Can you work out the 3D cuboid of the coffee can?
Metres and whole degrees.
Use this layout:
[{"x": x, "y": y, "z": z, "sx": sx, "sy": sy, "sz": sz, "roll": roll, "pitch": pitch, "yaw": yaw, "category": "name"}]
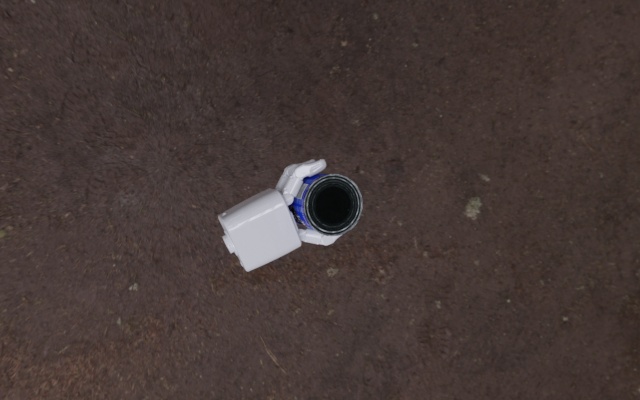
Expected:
[{"x": 0.000, "y": 0.003, "z": 0.840, "sx": 0.103, "sy": 0.103, "sz": 0.140, "roll": 0, "pitch": 4, "yaw": -18, "category": "coffee can"}]
